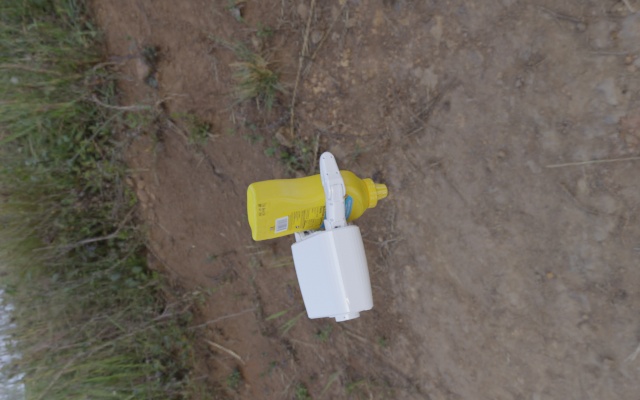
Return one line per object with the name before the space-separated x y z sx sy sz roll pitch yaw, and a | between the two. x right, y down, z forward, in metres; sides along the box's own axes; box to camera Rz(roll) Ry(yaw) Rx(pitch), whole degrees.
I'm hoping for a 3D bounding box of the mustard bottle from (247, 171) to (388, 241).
mustard bottle | 0.000 0.002 0.645 0.191 0.058 0.096 -10 -35 -15
